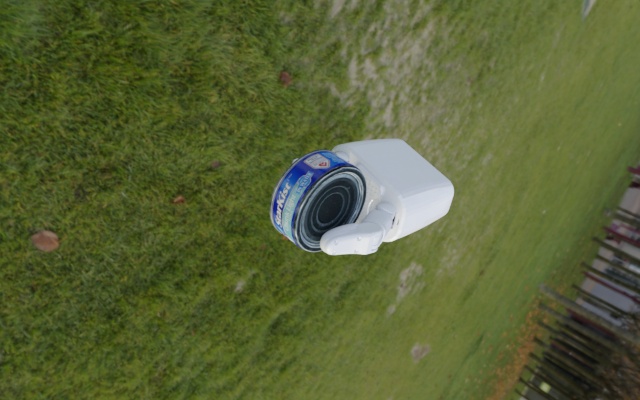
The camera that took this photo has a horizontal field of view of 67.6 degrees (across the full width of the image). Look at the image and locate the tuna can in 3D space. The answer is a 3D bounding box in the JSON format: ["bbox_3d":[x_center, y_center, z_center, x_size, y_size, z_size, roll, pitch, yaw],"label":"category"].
[{"bbox_3d":[0.000,0.002,0.415,0.086,0.086,0.033,0,27,-48],"label":"tuna can"}]
